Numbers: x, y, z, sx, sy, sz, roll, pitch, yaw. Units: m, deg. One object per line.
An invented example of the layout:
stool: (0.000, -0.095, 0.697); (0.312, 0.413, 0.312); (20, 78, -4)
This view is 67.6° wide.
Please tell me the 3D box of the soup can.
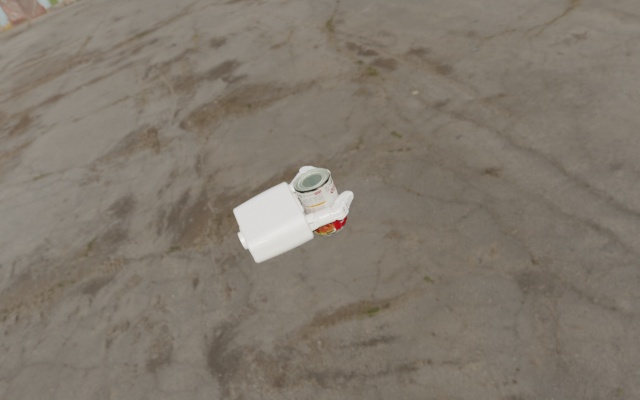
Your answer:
soup can: (0.001, 0.002, 0.833); (0.068, 0.102, 0.068); (-16, 34, 11)
